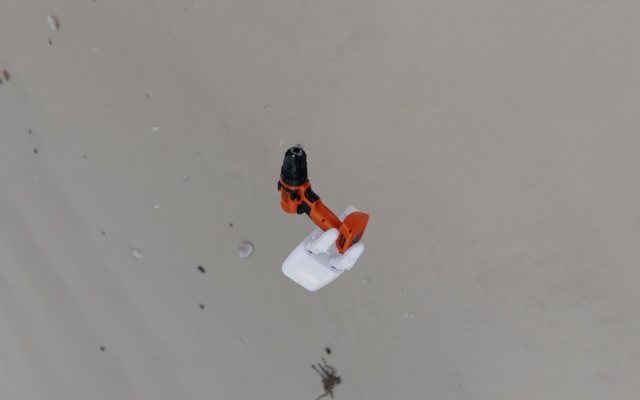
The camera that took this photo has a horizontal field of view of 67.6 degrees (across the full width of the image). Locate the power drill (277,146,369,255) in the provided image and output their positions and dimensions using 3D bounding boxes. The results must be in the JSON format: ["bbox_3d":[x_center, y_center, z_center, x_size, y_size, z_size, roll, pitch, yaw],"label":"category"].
[{"bbox_3d":[0.000,0.003,0.881,0.057,0.187,0.185,-41,-20,-25],"label":"power drill"}]
